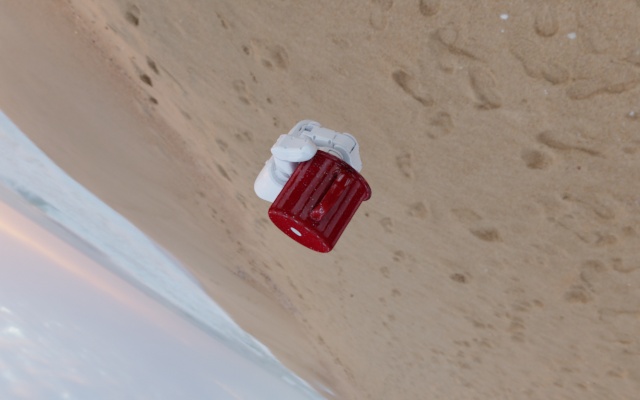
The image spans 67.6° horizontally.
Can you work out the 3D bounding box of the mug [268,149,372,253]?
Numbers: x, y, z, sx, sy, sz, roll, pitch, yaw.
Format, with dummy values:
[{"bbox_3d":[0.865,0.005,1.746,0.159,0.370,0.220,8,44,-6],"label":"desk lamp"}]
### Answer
[{"bbox_3d":[0.001,0.002,0.510,0.093,0.081,0.117,36,-19,-10],"label":"mug"}]
